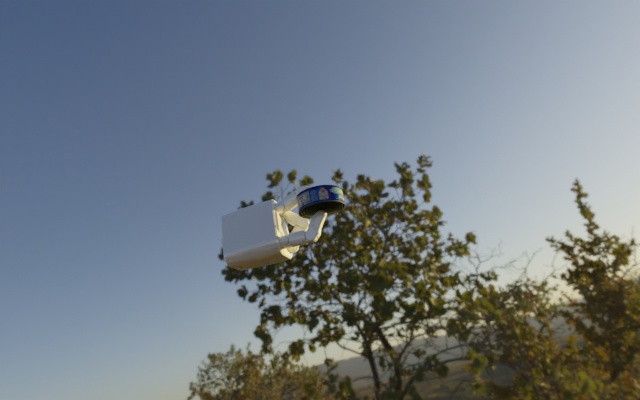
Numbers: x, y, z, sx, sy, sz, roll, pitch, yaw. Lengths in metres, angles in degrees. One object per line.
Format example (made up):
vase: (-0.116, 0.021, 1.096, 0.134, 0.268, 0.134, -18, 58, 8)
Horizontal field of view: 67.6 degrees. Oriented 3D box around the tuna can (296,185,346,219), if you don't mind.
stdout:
tuna can: (0.000, 0.002, 0.857, 0.086, 0.033, 0.086, -9, -19, -3)
